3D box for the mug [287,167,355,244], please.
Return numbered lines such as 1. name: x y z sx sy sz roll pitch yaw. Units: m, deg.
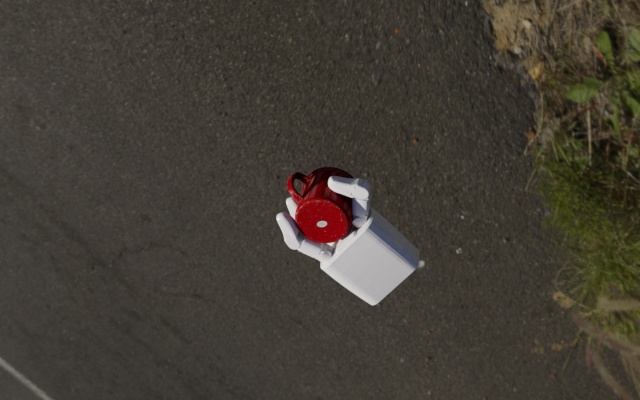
1. mug: -0.001 0.002 0.707 0.093 0.117 0.081 -42 16 32
